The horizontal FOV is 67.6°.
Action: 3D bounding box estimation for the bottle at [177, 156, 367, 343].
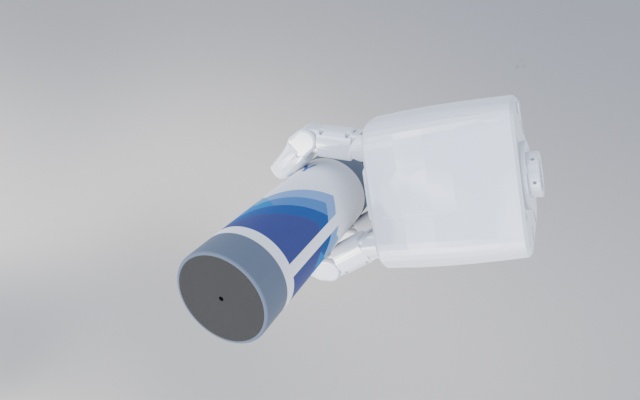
[{"bbox_3d":[0.000,0.001,0.409,0.069,0.069,0.295,0,24,27],"label":"bottle"}]
